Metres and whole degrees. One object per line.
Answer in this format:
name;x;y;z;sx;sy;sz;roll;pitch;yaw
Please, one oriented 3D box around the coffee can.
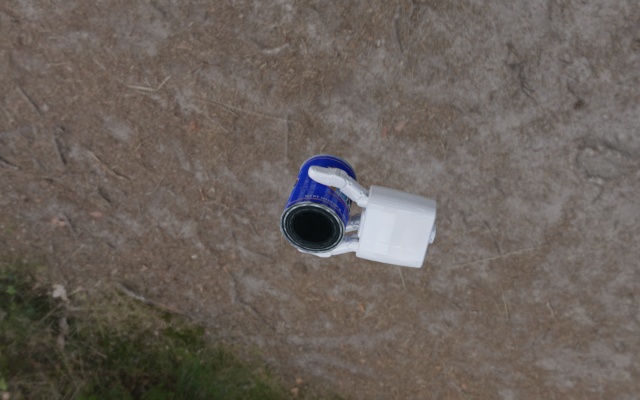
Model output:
coffee can;0.000;0.002;0.782;0.103;0.103;0.140;0;36;13
